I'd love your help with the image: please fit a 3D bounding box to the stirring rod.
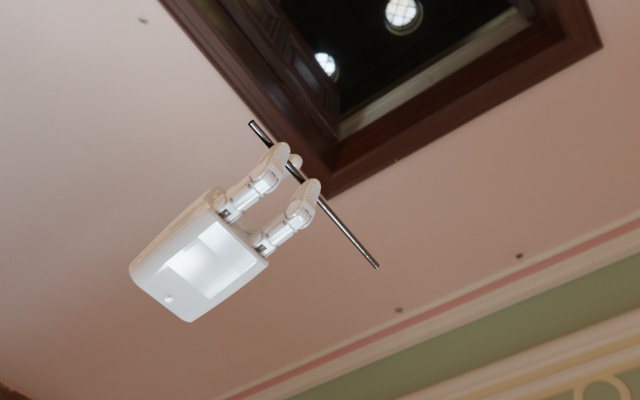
[{"bbox_3d":[0.000,0.002,0.533,0.011,0.011,0.240,0,-42,50],"label":"stirring rod"}]
